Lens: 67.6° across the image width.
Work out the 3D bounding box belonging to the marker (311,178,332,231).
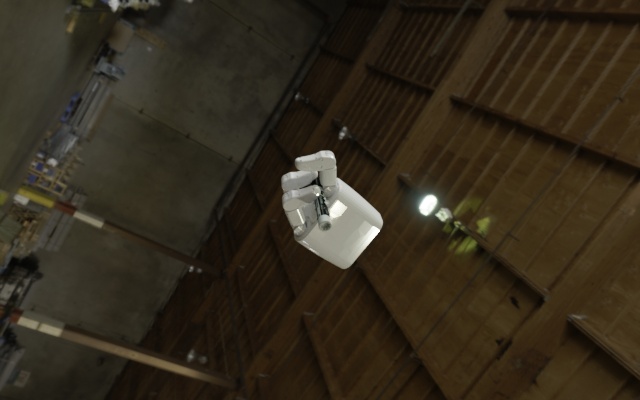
[{"bbox_3d":[0.000,0.002,0.713,0.020,0.020,0.121,0,34,-8],"label":"marker"}]
